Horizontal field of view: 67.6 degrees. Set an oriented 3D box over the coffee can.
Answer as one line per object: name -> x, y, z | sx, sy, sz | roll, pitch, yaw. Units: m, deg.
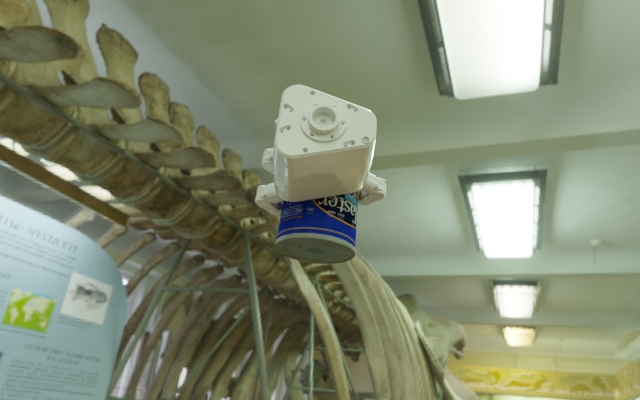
coffee can -> 0.000, 0.002, 0.633 | 0.103, 0.140, 0.103 | 5, -24, 2
